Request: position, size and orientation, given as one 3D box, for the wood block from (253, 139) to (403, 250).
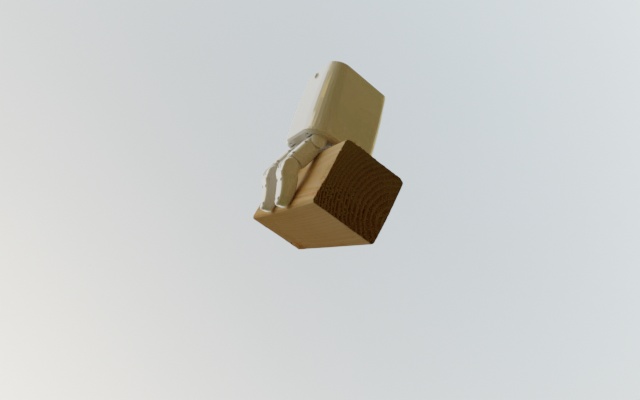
[{"bbox_3d":[0.000,0.002,0.624,0.091,0.090,0.206,35,-20,-18],"label":"wood block"}]
